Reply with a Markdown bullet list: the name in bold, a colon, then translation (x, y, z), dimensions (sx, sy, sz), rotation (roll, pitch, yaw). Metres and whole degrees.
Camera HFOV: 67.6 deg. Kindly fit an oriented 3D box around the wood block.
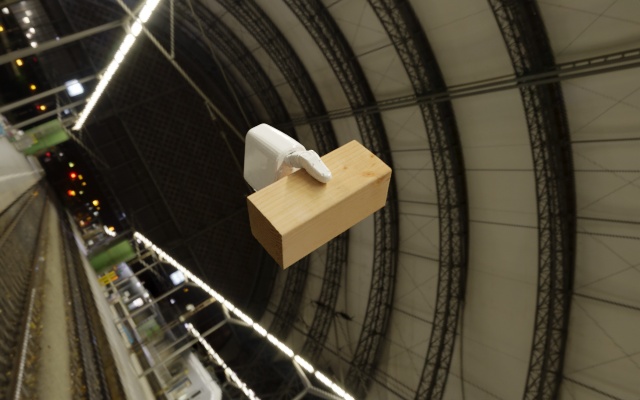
- **wood block**: translation (0.000, 0.002, 0.738), dimensions (0.206, 0.091, 0.090), rotation (-31, 56, -24)
